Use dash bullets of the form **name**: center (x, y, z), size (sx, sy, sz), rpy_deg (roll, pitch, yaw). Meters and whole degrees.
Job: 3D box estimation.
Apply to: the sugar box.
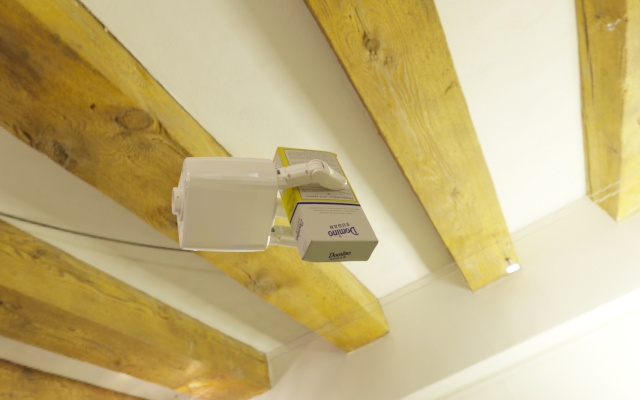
- **sugar box**: center (0.000, 0.002, 0.626), size (0.093, 0.176, 0.048), rpy_deg (3, -45, -24)
